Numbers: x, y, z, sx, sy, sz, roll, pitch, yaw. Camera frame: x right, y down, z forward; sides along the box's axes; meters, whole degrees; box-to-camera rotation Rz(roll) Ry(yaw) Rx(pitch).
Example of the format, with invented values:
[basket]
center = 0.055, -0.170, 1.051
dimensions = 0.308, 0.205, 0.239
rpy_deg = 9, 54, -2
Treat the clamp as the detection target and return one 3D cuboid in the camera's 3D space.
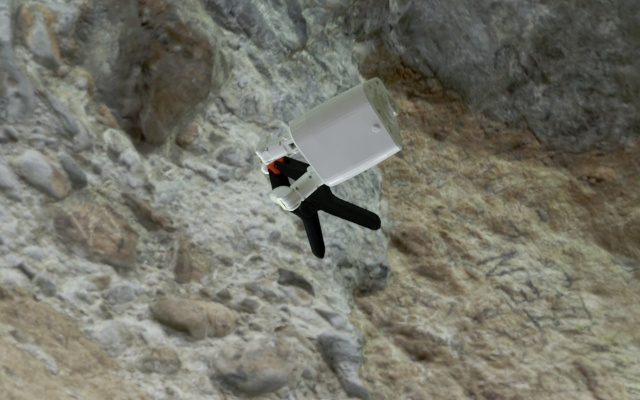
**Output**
[clamp]
center = 0.000, 0.002, 0.652
dimensions = 0.120, 0.171, 0.039
rpy_deg = -25, 27, 24
